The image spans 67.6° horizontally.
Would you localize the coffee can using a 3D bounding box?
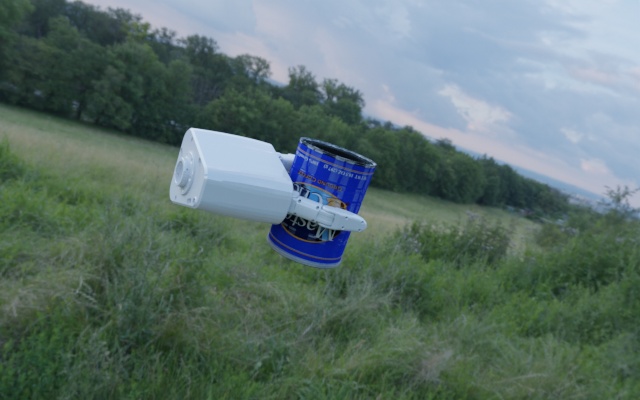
[{"bbox_3d":[0.000,0.002,0.615,0.103,0.140,0.102,19,13,-4],"label":"coffee can"}]
